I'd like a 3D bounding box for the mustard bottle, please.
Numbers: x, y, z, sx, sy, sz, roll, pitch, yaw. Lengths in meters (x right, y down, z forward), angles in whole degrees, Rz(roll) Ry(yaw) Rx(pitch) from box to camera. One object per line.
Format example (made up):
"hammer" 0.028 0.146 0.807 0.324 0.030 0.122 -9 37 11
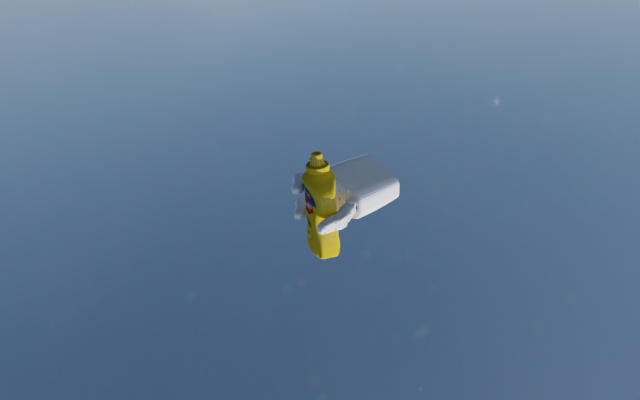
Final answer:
"mustard bottle" 0.000 0.003 0.856 0.058 0.192 0.096 -10 30 -10
